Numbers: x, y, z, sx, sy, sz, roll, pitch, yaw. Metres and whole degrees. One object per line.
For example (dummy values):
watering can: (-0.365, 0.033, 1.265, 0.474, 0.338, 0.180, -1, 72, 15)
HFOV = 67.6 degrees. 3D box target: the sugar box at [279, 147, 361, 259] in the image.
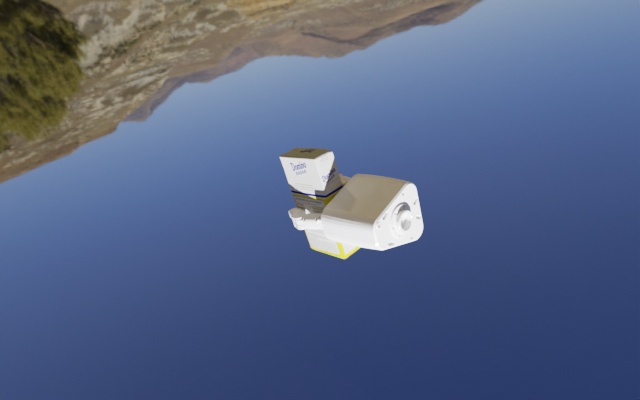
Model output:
sugar box: (0.001, 0.002, 0.774, 0.048, 0.176, 0.093, -30, 25, -33)
